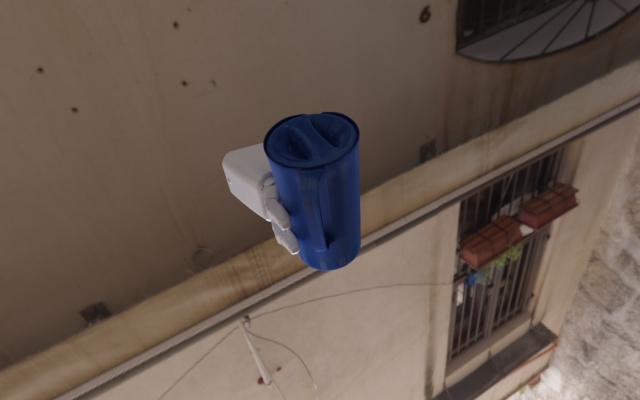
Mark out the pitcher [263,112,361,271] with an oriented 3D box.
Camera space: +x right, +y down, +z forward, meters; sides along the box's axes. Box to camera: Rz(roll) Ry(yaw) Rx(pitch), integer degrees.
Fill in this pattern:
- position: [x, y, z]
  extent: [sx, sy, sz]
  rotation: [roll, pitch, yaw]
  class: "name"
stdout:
- position: [0.000, 0.002, 0.724]
  extent: [0.145, 0.243, 0.149]
  rotation: [30, 56, 35]
  class: "pitcher"
